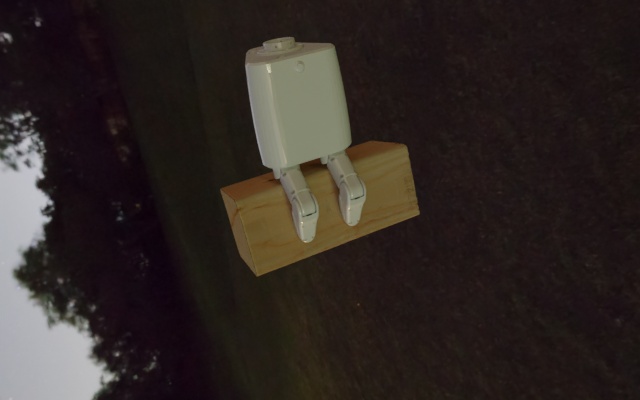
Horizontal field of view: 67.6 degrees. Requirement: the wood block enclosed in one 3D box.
[{"bbox_3d":[0.000,0.001,0.564,0.206,0.090,0.091,-19,16,-18],"label":"wood block"}]
